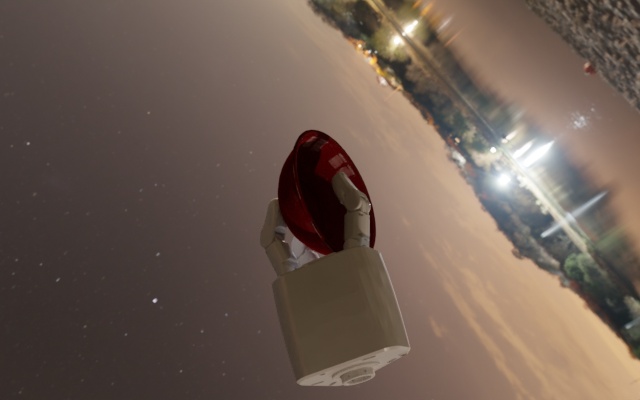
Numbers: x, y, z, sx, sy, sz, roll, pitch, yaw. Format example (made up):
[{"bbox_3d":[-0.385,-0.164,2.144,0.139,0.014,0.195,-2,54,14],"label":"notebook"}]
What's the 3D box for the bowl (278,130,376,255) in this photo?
[{"bbox_3d":[0.000,0.001,0.557,0.055,0.162,0.162,-23,-12,29],"label":"bowl"}]
